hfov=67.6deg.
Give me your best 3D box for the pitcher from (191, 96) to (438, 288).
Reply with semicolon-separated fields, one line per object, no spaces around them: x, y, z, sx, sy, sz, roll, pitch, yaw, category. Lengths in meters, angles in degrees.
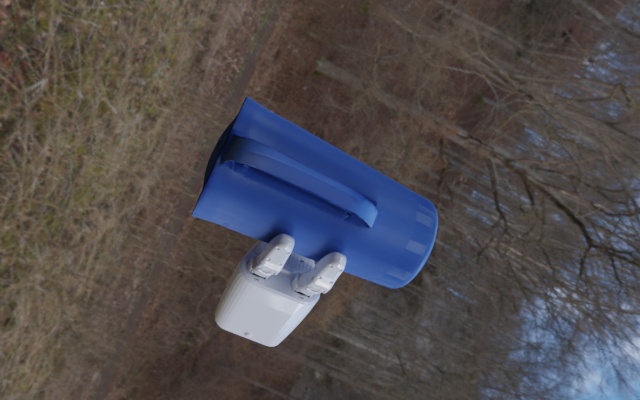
0.000;0.002;0.500;0.243;0.145;0.149;25;35;-12;pitcher
